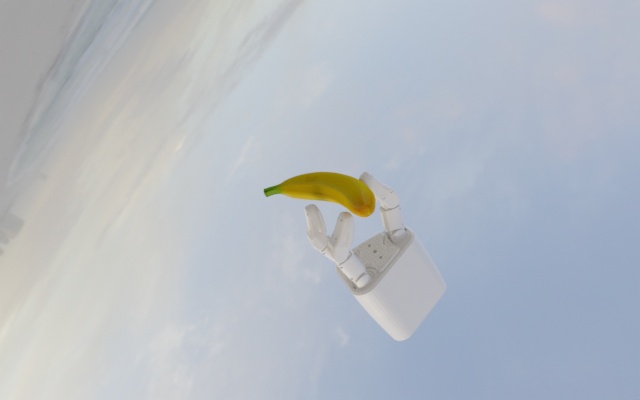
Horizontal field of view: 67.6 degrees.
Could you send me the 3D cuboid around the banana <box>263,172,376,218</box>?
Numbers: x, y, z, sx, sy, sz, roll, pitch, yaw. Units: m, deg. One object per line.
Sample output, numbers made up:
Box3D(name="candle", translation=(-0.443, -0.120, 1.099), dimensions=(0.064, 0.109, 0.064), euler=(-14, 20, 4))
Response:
Box3D(name="banana", translation=(0.011, -0.008, 0.589), dimensions=(0.069, 0.037, 0.198), euler=(-38, 27, -30))
